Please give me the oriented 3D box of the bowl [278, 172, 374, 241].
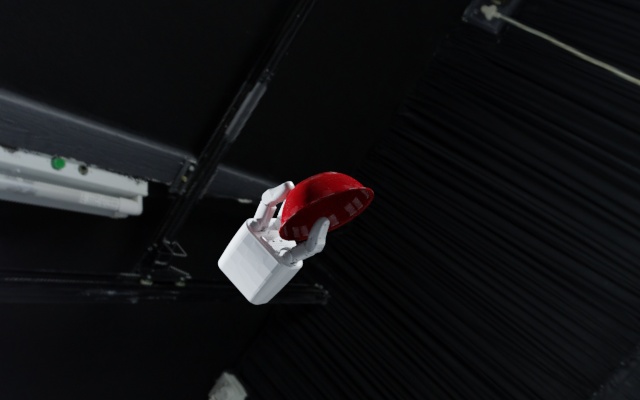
[{"bbox_3d":[0.001,0.001,0.753,0.162,0.055,0.162,-22,-20,-8],"label":"bowl"}]
